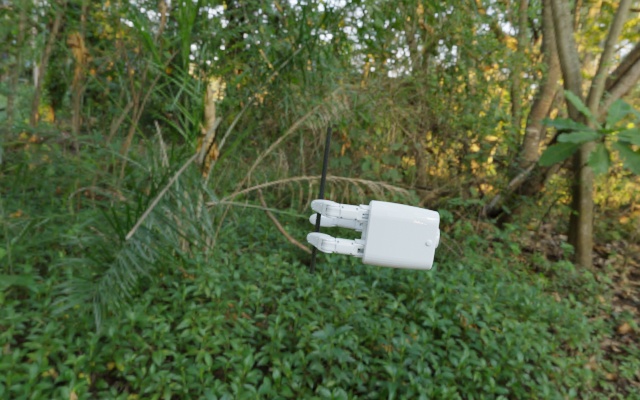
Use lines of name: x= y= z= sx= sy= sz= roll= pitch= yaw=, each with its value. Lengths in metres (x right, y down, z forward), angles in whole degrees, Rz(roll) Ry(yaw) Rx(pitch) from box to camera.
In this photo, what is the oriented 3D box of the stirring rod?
stirring rod: x=0.000 y=0.003 z=0.774 sx=0.011 sy=0.239 sz=0.011 roll=7 pitch=8 yaw=-1
